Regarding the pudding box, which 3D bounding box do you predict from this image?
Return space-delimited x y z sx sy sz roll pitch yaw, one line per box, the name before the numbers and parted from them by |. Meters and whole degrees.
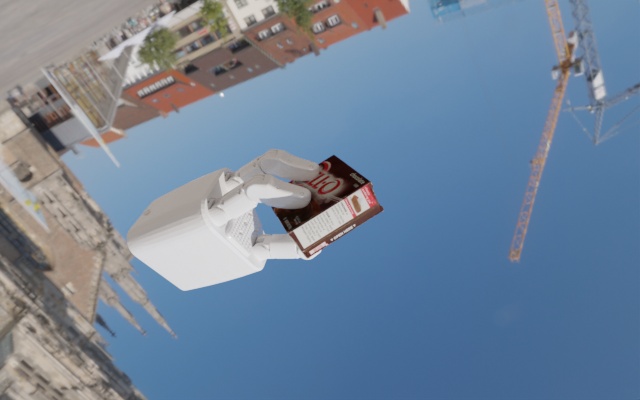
pudding box | 0.000 0.002 0.483 0.090 0.039 0.113 -33 27 -5
